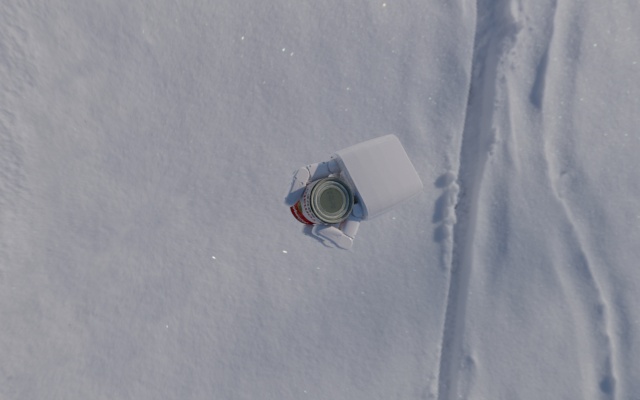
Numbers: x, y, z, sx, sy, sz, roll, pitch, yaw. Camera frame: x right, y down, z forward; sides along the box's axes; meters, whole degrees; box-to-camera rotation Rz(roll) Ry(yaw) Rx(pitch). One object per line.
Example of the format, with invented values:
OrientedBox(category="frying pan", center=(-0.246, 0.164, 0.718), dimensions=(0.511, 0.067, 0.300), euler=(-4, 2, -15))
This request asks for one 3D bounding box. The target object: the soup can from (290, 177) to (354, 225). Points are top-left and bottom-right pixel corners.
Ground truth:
OrientedBox(category="soup can", center=(0.000, 0.002, 0.710), dimensions=(0.068, 0.068, 0.102), euler=(0, -3, -20))
